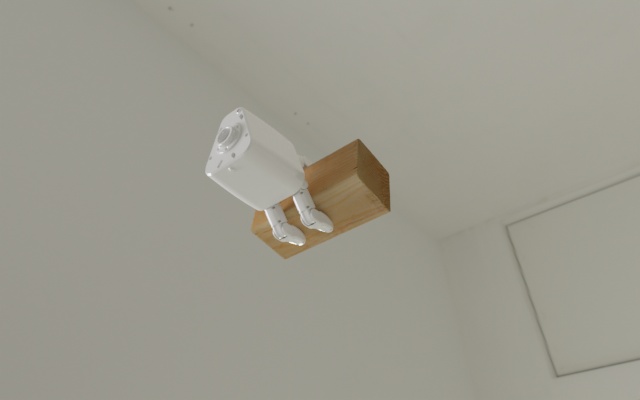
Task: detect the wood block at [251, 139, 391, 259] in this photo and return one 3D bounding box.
[{"bbox_3d":[0.000,0.002,0.758,0.206,0.090,0.090,-27,-54,28],"label":"wood block"}]
